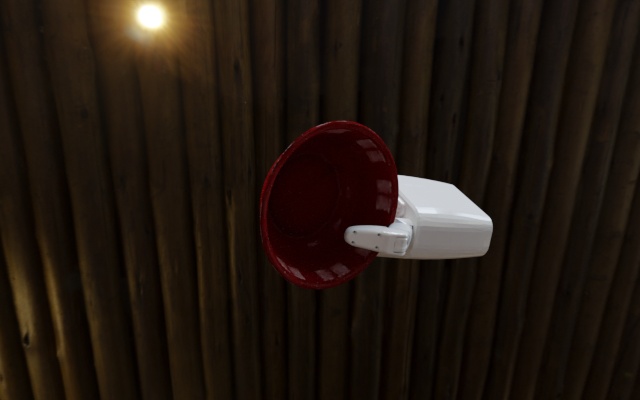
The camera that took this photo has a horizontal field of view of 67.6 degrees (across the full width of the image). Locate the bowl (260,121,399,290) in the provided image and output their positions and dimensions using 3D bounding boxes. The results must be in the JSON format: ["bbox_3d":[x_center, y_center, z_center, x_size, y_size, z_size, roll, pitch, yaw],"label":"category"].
[{"bbox_3d":[-0.001,0.001,0.464,0.162,0.162,0.055,0,13,-37],"label":"bowl"}]
